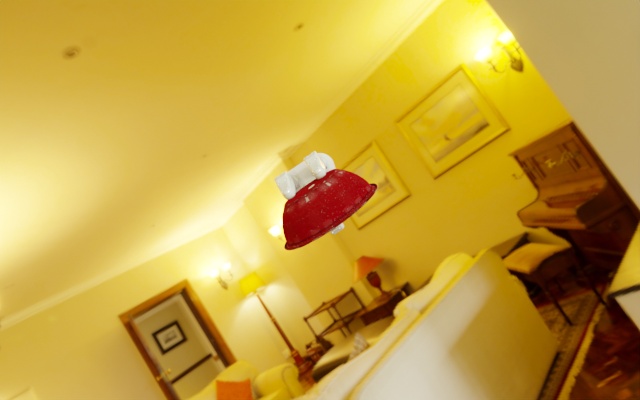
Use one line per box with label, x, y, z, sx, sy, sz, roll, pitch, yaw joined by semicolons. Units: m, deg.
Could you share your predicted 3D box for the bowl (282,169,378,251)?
bowl;0.000;0.002;0.685;0.162;0.055;0.162;-34;9;6
